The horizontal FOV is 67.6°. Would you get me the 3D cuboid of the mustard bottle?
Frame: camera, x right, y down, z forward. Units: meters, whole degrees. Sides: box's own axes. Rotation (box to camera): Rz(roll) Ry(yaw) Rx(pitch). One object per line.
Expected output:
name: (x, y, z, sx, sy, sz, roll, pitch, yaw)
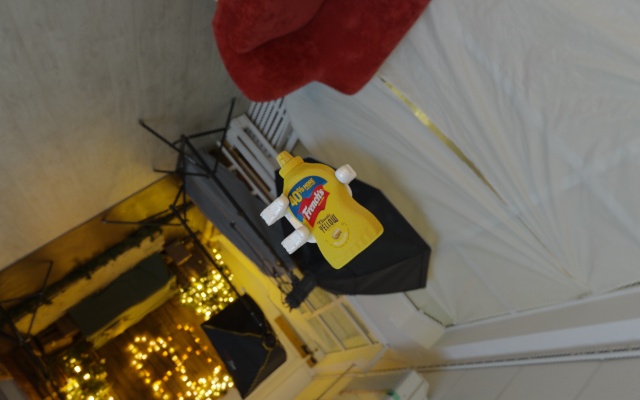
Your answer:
mustard bottle: (0.000, 0.003, 0.721, 0.096, 0.191, 0.058, -43, -7, 28)
